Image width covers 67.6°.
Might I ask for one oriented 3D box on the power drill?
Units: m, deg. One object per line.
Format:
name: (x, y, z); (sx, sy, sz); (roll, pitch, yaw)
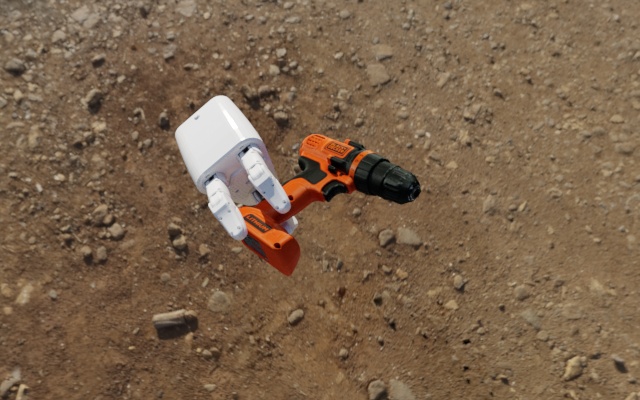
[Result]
power drill: (0.000, 0.002, 0.572); (0.187, 0.057, 0.184); (-41, 44, -24)
